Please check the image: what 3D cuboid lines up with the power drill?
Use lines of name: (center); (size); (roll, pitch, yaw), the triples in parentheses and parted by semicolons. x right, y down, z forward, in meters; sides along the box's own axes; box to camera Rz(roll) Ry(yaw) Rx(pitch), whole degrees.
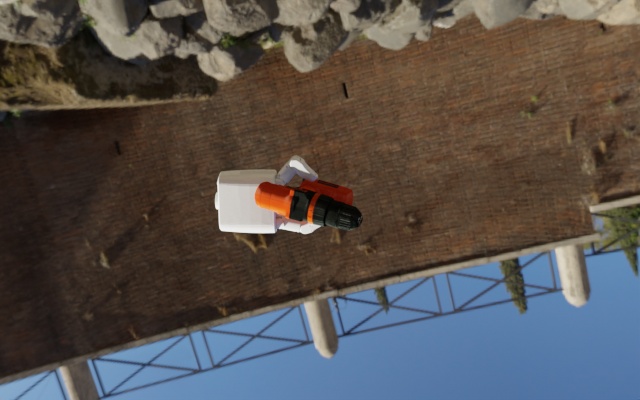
power drill: (0.000, 0.003, 0.840); (0.184, 0.057, 0.187); (17, 9, 15)
